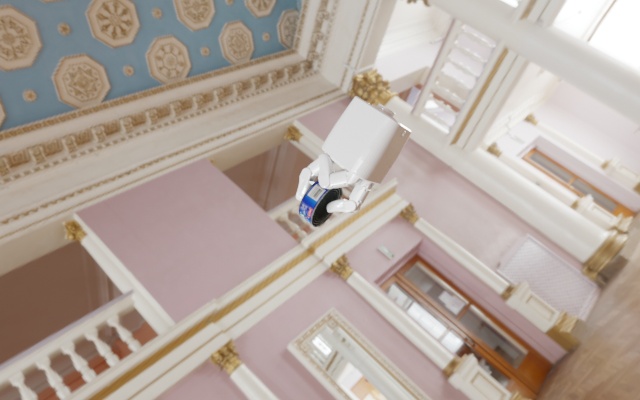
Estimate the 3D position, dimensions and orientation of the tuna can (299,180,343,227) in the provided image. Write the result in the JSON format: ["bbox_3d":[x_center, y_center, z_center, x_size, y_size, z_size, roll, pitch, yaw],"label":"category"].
[{"bbox_3d":[0.000,0.003,0.854,0.033,0.086,0.086,34,14,22],"label":"tuna can"}]
